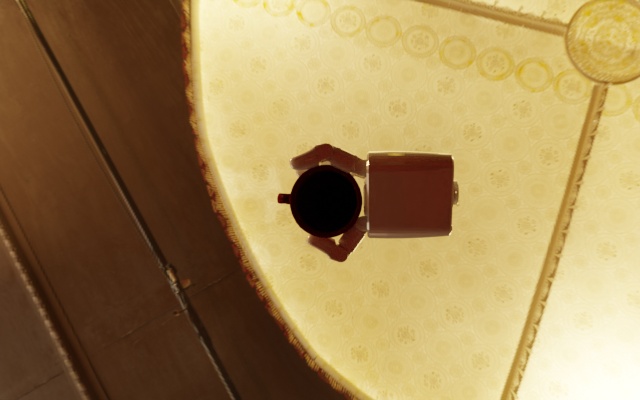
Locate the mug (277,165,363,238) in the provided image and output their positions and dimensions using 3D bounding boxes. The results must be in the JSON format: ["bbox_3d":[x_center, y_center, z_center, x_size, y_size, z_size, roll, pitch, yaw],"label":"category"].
[{"bbox_3d":[-0.001,0.002,0.644,0.117,0.093,0.081,1,-2,8],"label":"mug"}]
